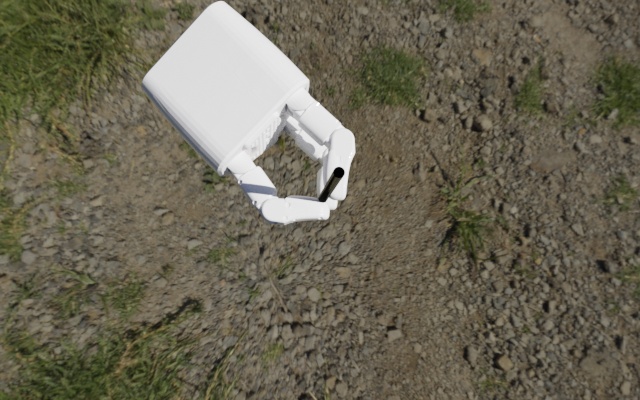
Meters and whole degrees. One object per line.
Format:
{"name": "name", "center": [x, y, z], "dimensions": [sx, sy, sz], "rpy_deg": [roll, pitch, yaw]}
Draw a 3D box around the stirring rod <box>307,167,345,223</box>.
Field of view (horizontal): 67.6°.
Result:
{"name": "stirring rod", "center": [0.000, 0.001, 0.440], "dimensions": [0.011, 0.011, 0.239], "rpy_deg": [0, -10, -6]}
